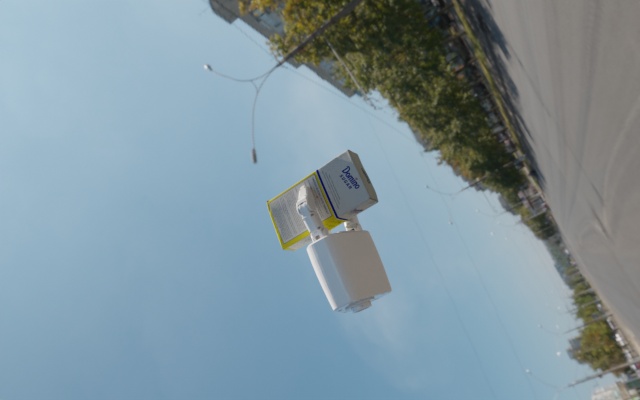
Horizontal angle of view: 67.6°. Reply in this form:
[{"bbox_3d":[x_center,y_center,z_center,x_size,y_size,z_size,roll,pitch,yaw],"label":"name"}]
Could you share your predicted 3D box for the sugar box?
[{"bbox_3d":[0.000,0.003,0.782,0.176,0.093,0.048,-30,-21,21],"label":"sugar box"}]
